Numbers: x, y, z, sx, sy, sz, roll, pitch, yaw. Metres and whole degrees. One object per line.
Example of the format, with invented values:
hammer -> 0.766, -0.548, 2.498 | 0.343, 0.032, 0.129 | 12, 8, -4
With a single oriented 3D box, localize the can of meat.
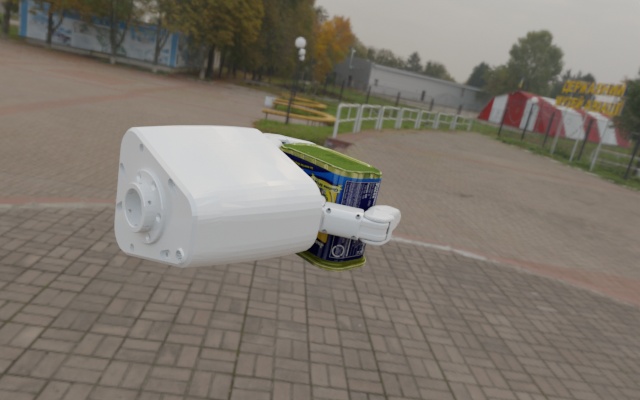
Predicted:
can of meat -> 0.000, 0.001, 0.417 | 0.057, 0.084, 0.102 | -4, 22, -44
